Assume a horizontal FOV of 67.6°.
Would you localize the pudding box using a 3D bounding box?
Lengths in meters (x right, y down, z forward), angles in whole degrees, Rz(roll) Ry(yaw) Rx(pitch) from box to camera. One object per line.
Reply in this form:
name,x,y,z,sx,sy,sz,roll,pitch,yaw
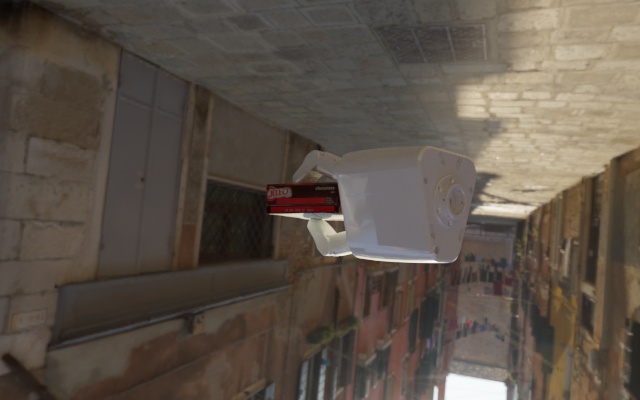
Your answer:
pudding box,0.000,0.002,0.565,0.090,0.039,0.113,0,-6,22
